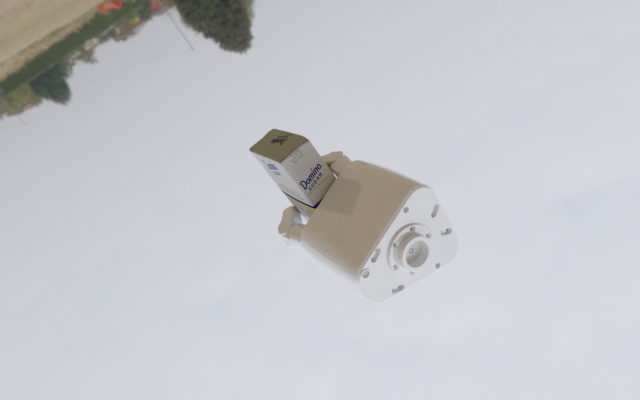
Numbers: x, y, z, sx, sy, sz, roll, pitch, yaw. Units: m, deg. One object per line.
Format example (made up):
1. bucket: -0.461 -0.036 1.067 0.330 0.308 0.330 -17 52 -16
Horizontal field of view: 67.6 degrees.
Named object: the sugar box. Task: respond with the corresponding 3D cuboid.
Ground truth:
1. sugar box: 0.001 0.002 0.538 0.048 0.176 0.093 -41 29 -13
